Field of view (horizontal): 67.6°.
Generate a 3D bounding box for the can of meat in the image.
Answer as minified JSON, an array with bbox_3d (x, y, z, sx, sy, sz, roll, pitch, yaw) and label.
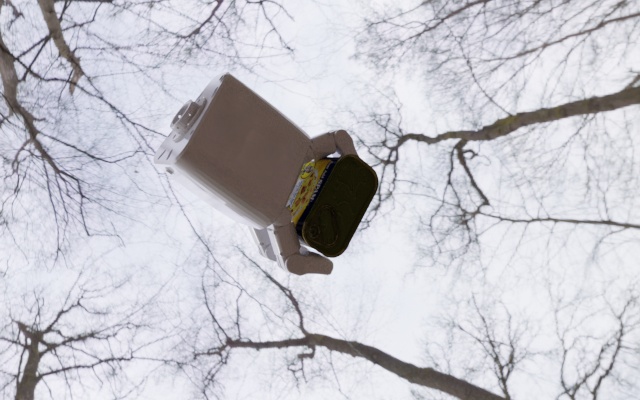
[{"bbox_3d":[0.000,0.002,0.502,0.057,0.102,0.084,35,-13,-30],"label":"can of meat"}]
